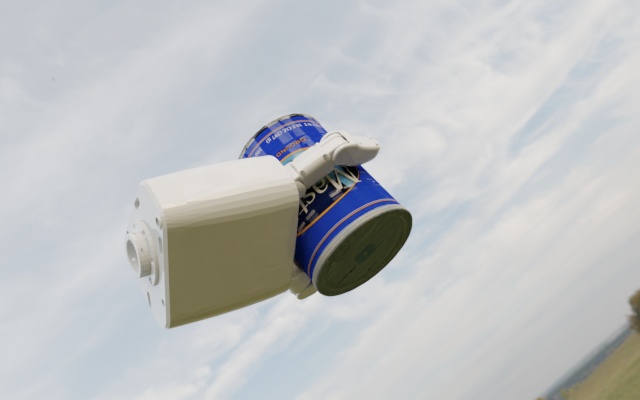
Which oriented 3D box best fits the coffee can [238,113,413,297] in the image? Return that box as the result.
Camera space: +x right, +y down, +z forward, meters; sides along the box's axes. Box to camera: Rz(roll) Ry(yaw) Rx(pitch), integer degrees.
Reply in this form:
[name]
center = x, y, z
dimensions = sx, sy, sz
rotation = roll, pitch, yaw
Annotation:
[coffee can]
center = 0.000, 0.001, 0.439
dimensions = 0.103, 0.103, 0.140
rotation = 0, 40, -47
